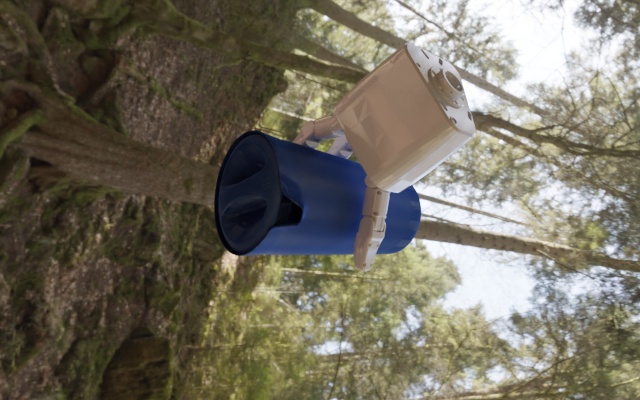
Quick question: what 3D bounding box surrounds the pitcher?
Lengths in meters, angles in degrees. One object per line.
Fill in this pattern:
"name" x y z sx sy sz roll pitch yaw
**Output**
"pitcher" 0.000 0.002 0.582 0.243 0.149 0.145 9 -37 -39
